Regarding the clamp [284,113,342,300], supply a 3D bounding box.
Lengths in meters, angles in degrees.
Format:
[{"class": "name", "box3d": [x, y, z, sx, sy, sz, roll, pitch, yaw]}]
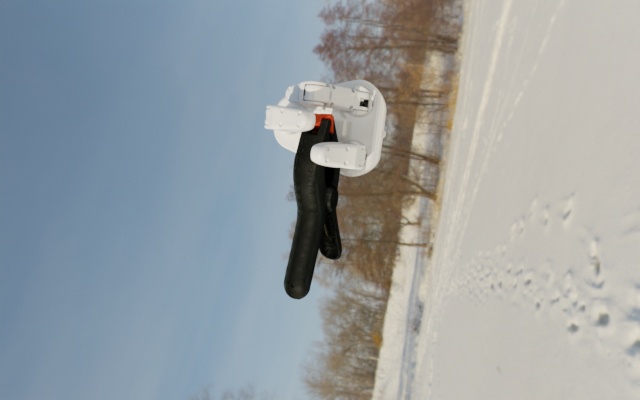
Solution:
[{"class": "clamp", "box3d": [-0.001, 0.001, 0.476, 0.039, 0.171, 0.120, 8, 7, 12]}]
